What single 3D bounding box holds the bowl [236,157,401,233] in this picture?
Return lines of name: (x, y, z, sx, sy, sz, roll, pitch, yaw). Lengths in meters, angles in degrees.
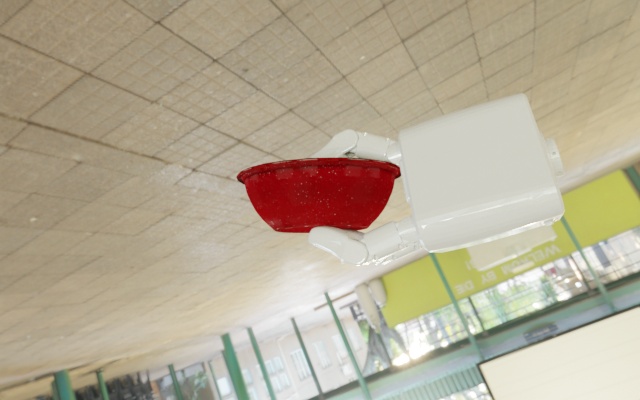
bowl: (-0.001, 0.002, 0.466, 0.162, 0.055, 0.162, -2, -7, 0)
